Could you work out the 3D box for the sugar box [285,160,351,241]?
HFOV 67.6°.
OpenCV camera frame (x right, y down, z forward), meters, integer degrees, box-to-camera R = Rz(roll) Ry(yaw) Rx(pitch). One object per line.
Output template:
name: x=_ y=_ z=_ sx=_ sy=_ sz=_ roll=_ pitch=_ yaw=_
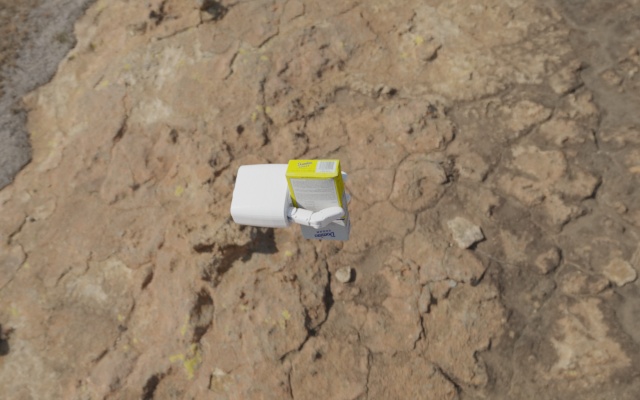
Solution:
sugar box: x=0.000 y=0.002 z=0.877 sx=0.093 sy=0.048 sz=0.176 roll=2 pitch=-40 yaw=13
